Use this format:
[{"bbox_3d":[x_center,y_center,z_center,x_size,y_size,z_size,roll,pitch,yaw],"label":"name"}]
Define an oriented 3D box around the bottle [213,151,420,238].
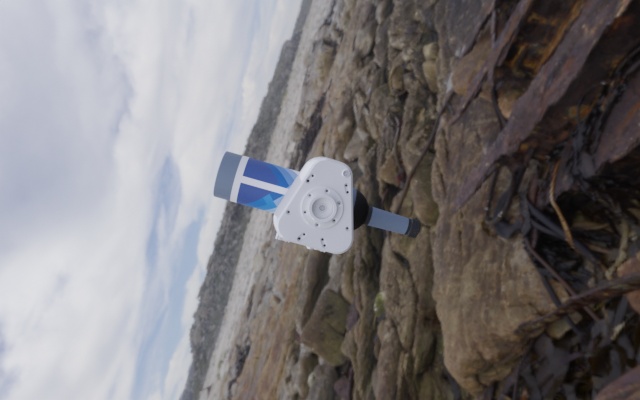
[{"bbox_3d":[0.000,0.002,0.684,0.296,0.069,0.069,16,-2,-5],"label":"bottle"}]
